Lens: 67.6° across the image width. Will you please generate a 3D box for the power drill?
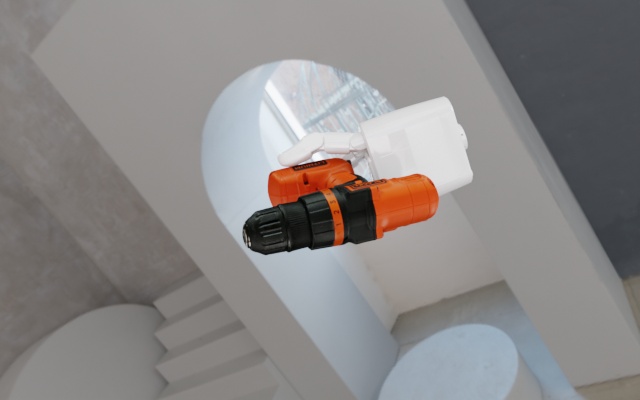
[{"bbox_3d":[0.000,0.001,0.495,0.184,0.057,0.187,-10,15,-16],"label":"power drill"}]
